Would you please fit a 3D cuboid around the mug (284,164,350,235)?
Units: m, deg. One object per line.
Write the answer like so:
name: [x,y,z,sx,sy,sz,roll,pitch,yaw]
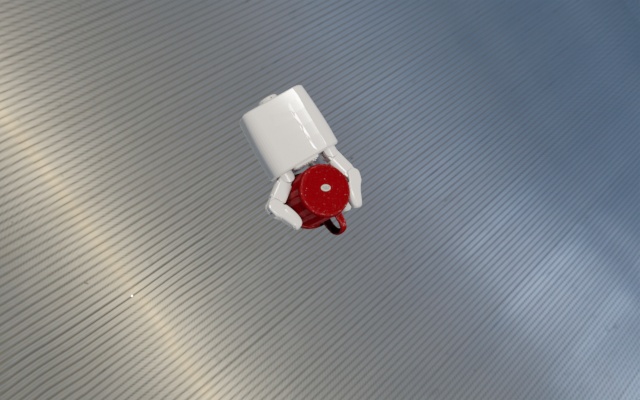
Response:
mug: [0.001,0.004,0.729,0.093,0.117,0.081,-33,1,-24]
